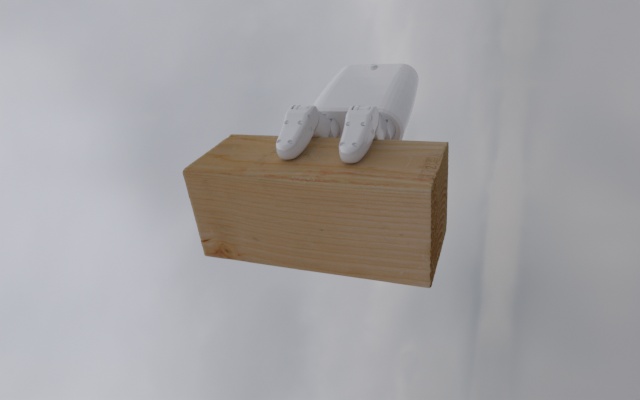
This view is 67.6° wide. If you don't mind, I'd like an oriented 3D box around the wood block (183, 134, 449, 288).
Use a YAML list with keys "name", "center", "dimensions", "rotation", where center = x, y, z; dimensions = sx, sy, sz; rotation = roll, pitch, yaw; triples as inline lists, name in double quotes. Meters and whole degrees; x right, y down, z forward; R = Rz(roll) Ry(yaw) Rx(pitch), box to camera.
- name: "wood block"
  center: [0.000, 0.001, 0.417]
  dimensions: [0.206, 0.091, 0.090]
  rotation: [5, 31, 21]
